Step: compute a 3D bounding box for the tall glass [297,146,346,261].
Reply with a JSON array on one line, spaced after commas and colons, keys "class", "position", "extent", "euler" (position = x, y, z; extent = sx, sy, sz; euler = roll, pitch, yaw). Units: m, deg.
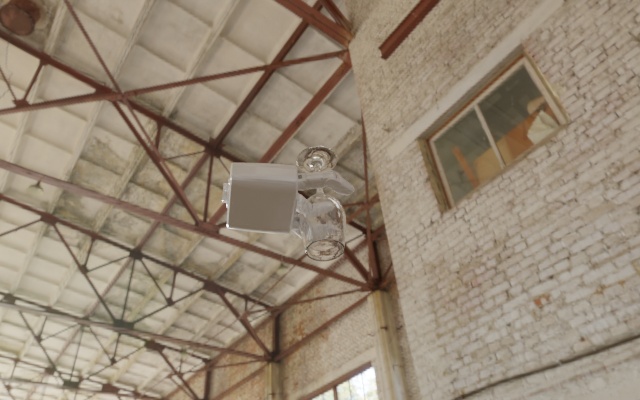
[{"class": "tall glass", "position": [0.000, 0.002, 0.809], "extent": [0.079, 0.200, 0.079], "euler": [-3, -40, -3]}]
